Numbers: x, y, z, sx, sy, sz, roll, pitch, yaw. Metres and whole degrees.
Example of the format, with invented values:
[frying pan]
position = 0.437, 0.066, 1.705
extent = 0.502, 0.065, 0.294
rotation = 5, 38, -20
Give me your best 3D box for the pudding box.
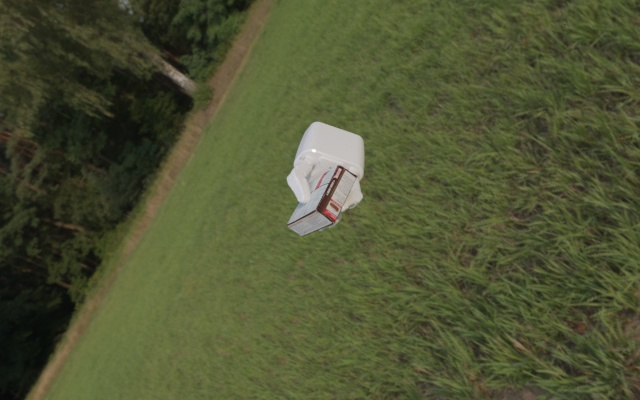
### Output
[pudding box]
position = 0.000, 0.002, 0.742
extent = 0.039, 0.090, 0.113
rotation = 33, -27, -14
